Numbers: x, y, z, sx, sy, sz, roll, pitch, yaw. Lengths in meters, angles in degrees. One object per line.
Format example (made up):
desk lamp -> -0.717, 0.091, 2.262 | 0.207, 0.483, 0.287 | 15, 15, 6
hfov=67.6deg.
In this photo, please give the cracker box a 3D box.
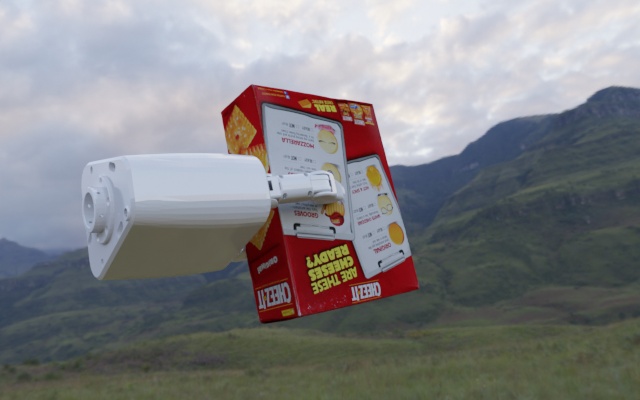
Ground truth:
cracker box -> 0.000, 0.001, 0.486 | 0.164, 0.213, 0.072 | -2, -16, -41
